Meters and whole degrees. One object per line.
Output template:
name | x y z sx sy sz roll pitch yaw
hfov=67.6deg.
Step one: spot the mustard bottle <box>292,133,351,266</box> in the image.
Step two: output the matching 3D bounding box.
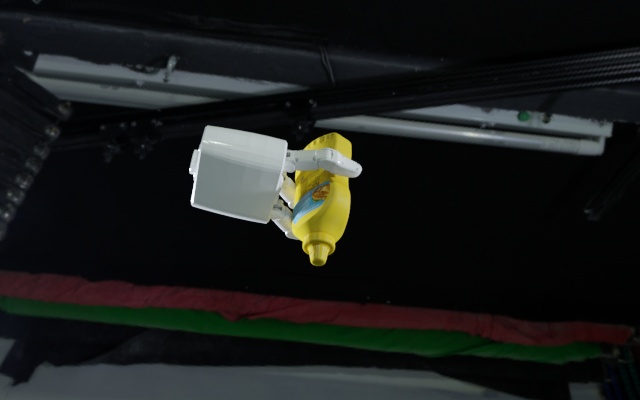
mustard bottle | 0.000 0.002 0.651 0.058 0.191 0.096 30 -46 -29
